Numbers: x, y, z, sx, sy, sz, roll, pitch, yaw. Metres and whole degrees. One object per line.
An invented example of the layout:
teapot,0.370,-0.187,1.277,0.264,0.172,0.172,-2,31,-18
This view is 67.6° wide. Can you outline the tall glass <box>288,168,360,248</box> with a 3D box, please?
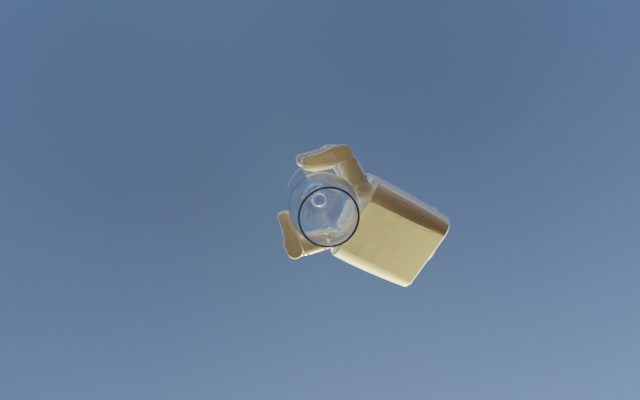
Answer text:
tall glass,0.000,0.002,0.569,0.079,0.079,0.201,0,9,-5
